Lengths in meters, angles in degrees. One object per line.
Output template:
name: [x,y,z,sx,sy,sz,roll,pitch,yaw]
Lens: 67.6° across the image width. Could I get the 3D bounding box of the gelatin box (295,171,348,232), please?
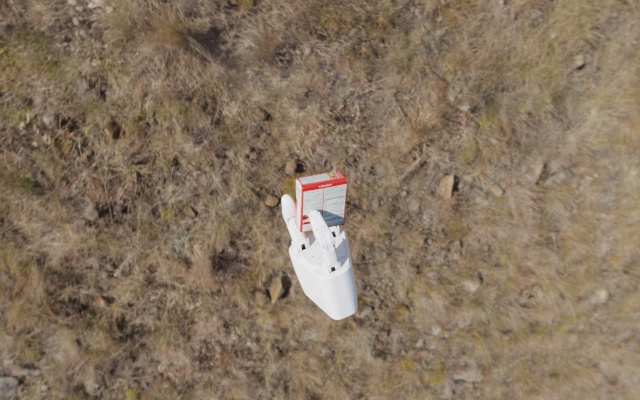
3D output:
gelatin box: [0.000,0.002,0.726,0.073,0.089,0.030,-11,39,-18]
